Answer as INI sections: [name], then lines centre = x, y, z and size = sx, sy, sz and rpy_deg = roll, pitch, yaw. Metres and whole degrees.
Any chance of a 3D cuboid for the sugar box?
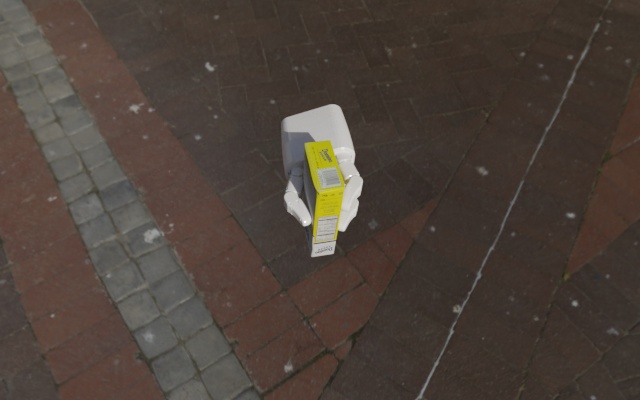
[sugar box]
centre = 0.001, 0.002, 0.733
size = 0.048, 0.093, 0.176
rpy_deg = -9, -35, -8
